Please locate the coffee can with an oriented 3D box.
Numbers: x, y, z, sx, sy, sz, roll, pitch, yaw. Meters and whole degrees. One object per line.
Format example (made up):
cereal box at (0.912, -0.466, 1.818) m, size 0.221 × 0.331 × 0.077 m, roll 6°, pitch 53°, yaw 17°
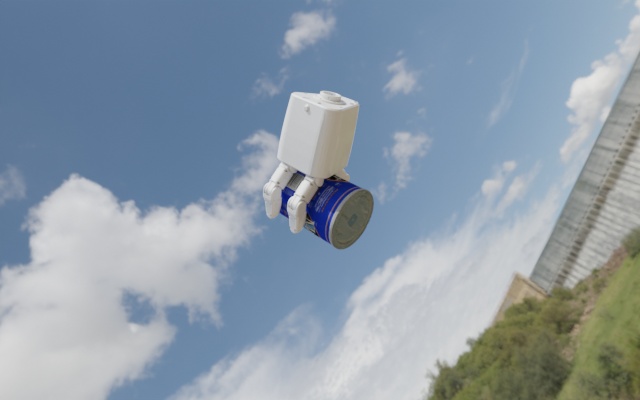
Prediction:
coffee can at (0.000, 0.003, 0.775) m, size 0.140 × 0.103 × 0.103 m, roll 29°, pitch 16°, yaw 33°
